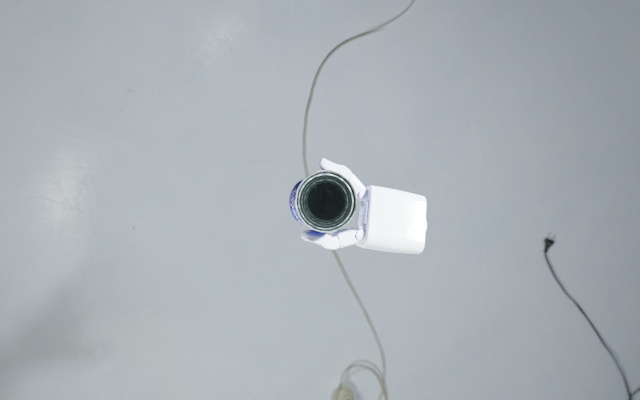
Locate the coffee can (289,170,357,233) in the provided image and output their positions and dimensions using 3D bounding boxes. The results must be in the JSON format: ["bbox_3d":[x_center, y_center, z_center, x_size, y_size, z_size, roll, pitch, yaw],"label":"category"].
[{"bbox_3d":[0.000,0.003,0.841,0.103,0.103,0.140,0,-1,-8],"label":"coffee can"}]
